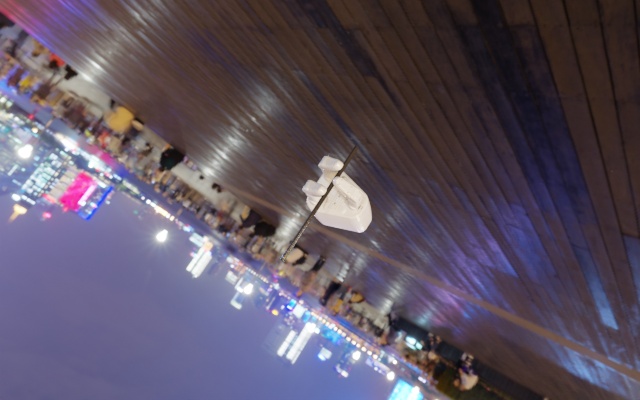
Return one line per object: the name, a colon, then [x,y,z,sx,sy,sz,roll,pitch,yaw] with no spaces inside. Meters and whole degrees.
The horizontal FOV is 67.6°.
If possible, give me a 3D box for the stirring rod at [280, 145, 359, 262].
stirring rod: [0.000,0.003,0.825,0.011,0.239,0.011,32,-12,7]
